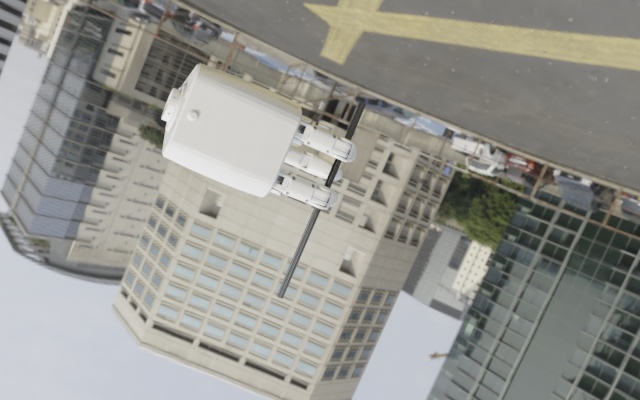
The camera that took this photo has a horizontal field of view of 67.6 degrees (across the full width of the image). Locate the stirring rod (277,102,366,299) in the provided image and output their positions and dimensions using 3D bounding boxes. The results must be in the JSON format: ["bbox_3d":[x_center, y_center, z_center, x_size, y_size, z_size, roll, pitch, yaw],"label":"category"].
[{"bbox_3d":[0.000,0.002,0.544,0.011,0.239,0.011,23,5,-2],"label":"stirring rod"}]
